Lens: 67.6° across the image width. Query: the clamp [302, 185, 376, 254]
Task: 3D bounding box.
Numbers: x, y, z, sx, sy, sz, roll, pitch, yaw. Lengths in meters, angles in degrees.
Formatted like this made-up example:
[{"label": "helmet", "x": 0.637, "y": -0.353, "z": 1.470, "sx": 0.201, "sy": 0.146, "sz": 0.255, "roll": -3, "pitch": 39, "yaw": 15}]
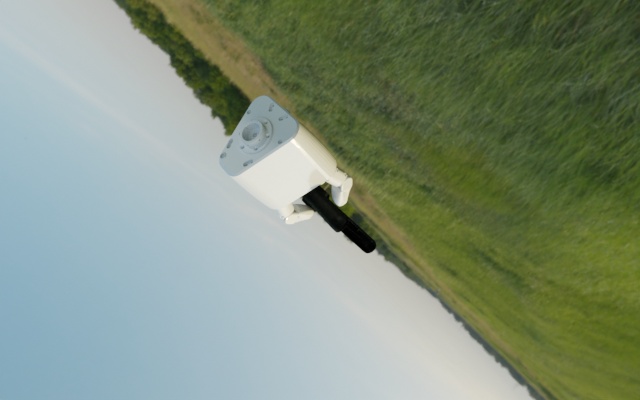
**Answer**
[{"label": "clamp", "x": -0.001, "y": 0.003, "z": 0.746, "sx": 0.210, "sy": 0.036, "sz": 0.165, "roll": 44, "pitch": 1, "yaw": 34}]
